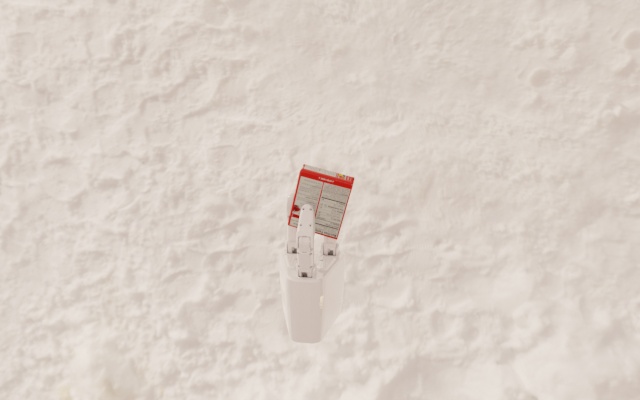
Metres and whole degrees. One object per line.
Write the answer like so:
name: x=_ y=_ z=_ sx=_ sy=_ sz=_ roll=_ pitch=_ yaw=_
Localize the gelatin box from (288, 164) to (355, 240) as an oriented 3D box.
gelatin box: x=0.000 y=0.002 z=0.655 sx=0.073 sy=0.089 sz=0.030 roll=15 pitch=25 yaw=2
